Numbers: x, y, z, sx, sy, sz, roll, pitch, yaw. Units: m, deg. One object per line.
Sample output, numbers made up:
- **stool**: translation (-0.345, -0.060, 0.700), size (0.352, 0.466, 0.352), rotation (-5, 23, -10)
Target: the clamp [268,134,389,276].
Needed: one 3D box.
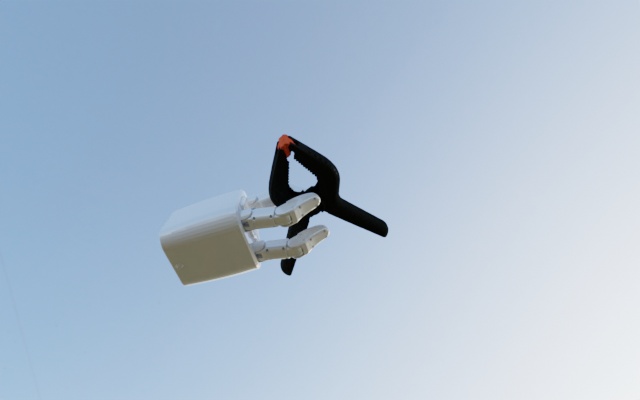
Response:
- **clamp**: translation (0.000, 0.001, 0.640), size (0.164, 0.210, 0.036), rotation (-17, 35, -1)
